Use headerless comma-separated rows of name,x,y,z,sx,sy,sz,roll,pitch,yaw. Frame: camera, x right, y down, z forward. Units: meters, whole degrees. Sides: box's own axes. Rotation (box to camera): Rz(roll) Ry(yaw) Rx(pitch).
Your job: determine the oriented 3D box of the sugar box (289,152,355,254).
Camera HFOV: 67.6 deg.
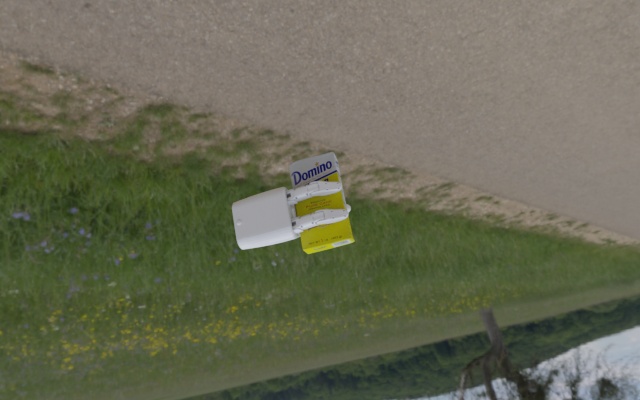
sugar box,0.000,0.003,0.896,0.093,0.176,0.048,-15,-18,9
